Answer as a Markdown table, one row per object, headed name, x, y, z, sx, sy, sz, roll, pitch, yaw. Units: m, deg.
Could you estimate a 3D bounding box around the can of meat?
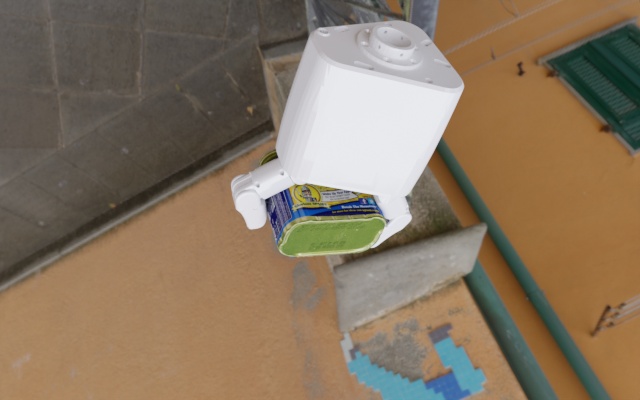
| name | x | y | z | sx | sy | sz | roll | pitch | yaw |
| --- | --- | --- | --- | --- | --- | --- | --- | --- | --- |
| can of meat | 0.000 | 0.002 | 0.434 | 0.102 | 0.084 | 0.057 | -2 | -41 | -24 |
